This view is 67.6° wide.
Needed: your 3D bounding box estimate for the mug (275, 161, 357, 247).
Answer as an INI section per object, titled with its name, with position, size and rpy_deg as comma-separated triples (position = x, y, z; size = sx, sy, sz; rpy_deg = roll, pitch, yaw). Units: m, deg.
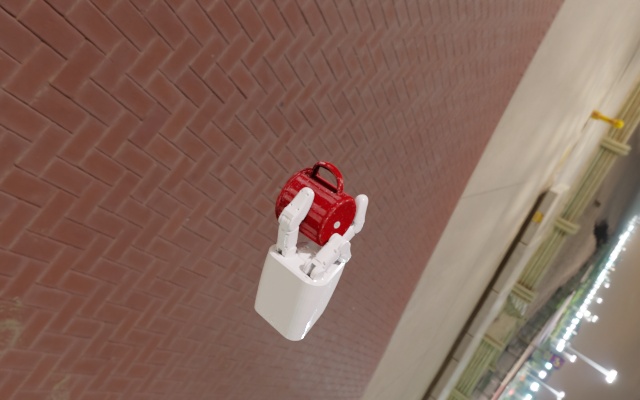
[mug]
position = 0.001, 0.001, 0.671
size = 0.081, 0.117, 0.093
rpy_deg = 34, 29, 29
